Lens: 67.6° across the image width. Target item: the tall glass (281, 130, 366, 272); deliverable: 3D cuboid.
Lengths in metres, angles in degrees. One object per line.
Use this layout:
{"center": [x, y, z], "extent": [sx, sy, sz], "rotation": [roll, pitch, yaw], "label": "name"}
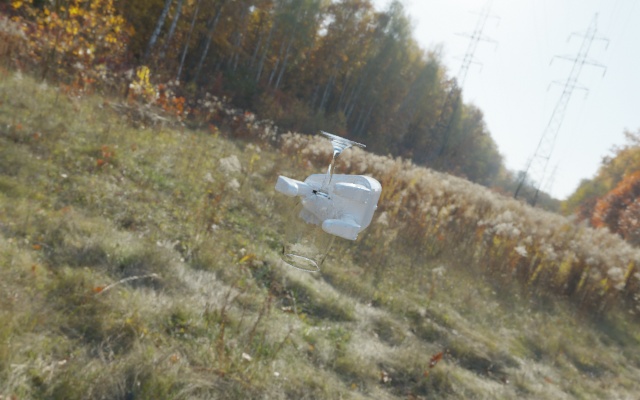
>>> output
{"center": [0.000, 0.002, 0.713], "extent": [0.079, 0.201, 0.079], "rotation": [18, 8, -3], "label": "tall glass"}
